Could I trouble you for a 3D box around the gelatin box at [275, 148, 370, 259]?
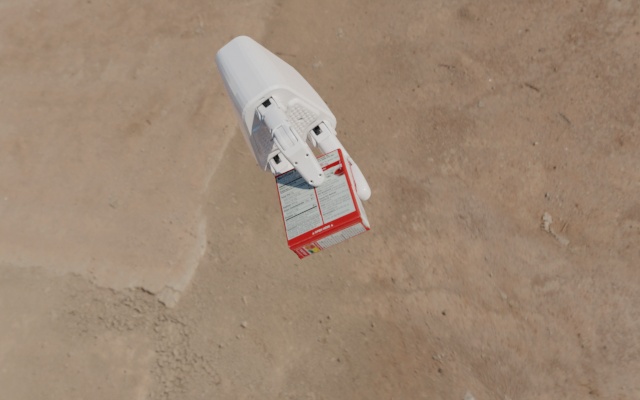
[{"bbox_3d":[0.000,0.002,0.455,0.073,0.089,0.030,-24,-38,13],"label":"gelatin box"}]
